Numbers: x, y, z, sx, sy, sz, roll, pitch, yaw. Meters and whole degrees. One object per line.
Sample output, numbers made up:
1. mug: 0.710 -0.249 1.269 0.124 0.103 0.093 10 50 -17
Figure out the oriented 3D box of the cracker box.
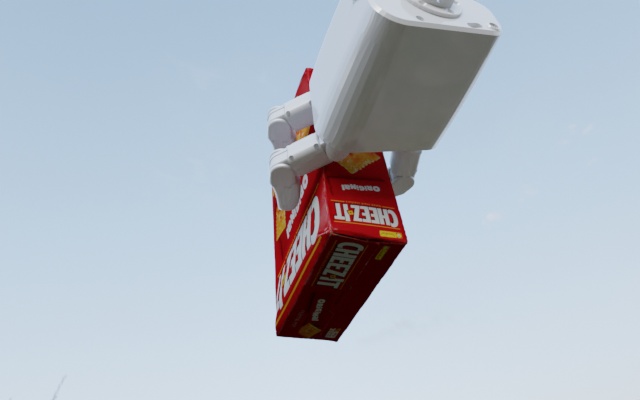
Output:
1. cracker box: 0.000 0.001 0.466 0.072 0.213 0.164 8 -44 -16
